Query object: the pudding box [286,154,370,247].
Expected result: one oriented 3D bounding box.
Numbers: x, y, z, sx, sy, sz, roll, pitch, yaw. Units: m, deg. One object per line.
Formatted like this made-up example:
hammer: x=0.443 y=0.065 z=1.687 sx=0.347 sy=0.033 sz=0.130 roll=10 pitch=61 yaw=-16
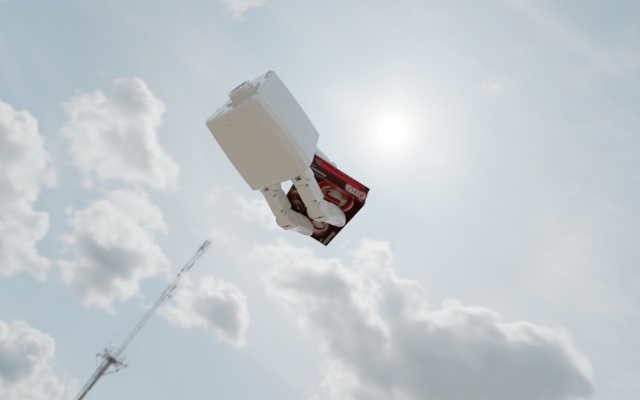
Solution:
pudding box: x=0.000 y=0.002 z=0.645 sx=0.090 sy=0.039 sz=0.113 roll=32 pitch=-42 yaw=-6
